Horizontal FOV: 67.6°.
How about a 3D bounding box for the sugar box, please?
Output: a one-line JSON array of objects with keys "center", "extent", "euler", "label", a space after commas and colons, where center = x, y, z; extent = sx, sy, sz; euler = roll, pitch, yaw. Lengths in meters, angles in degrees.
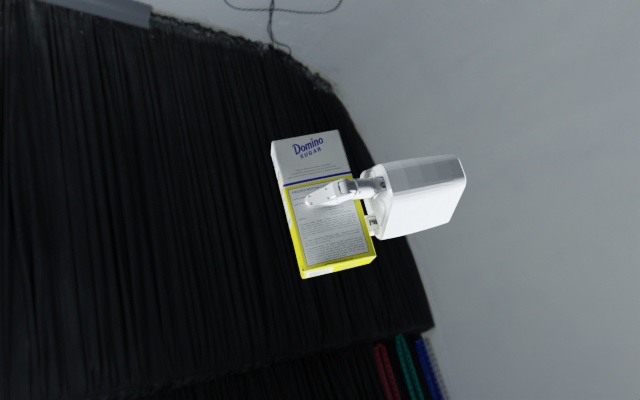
[{"center": [0.000, 0.002, 0.612], "extent": [0.093, 0.176, 0.048], "euler": [-11, -20, -11], "label": "sugar box"}]
